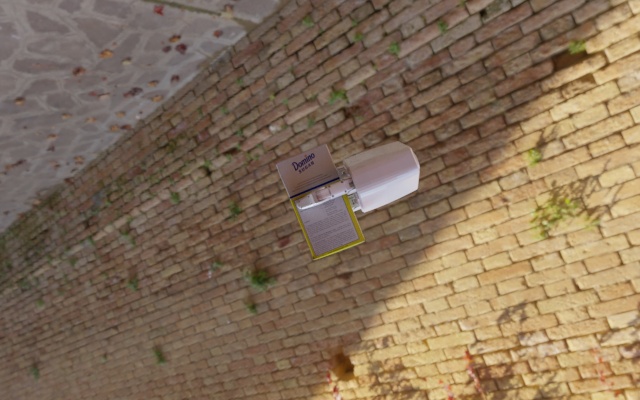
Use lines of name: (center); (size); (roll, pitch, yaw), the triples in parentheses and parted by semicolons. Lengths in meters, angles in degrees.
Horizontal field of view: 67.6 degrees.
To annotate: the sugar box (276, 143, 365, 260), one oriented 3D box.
sugar box: (0.000, 0.003, 0.808); (0.093, 0.176, 0.048); (-21, -4, 2)
